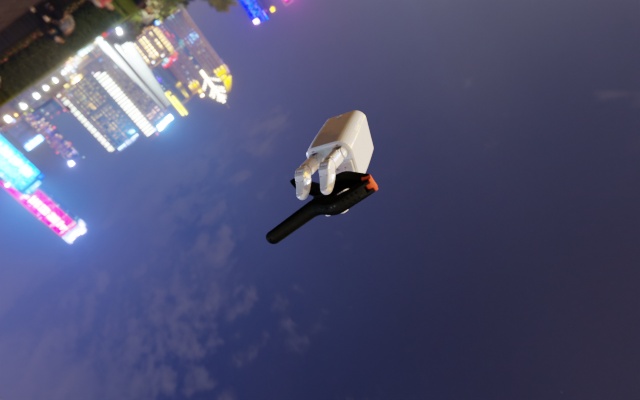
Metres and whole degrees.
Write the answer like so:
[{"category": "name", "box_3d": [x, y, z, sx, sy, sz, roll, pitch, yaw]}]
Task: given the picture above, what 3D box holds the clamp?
[{"category": "clamp", "box_3d": [0.001, 0.003, 0.839, 0.210, 0.164, 0.036, -12, -51, 37]}]
